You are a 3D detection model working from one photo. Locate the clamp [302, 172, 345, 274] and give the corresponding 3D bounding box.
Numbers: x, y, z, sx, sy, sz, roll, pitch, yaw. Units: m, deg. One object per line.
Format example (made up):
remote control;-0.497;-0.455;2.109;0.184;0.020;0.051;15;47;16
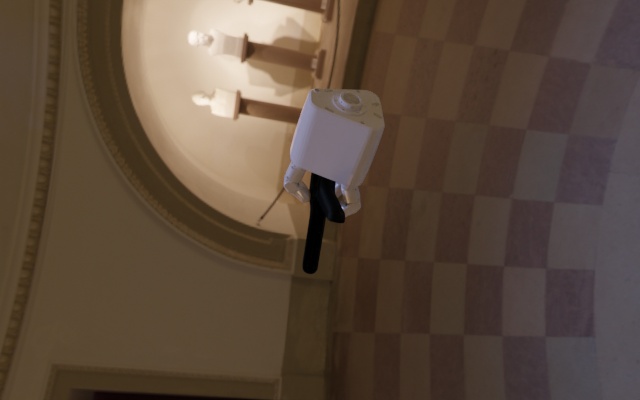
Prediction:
clamp;-0.001;0.002;0.767;0.036;0.209;0.165;10;-44;-13
